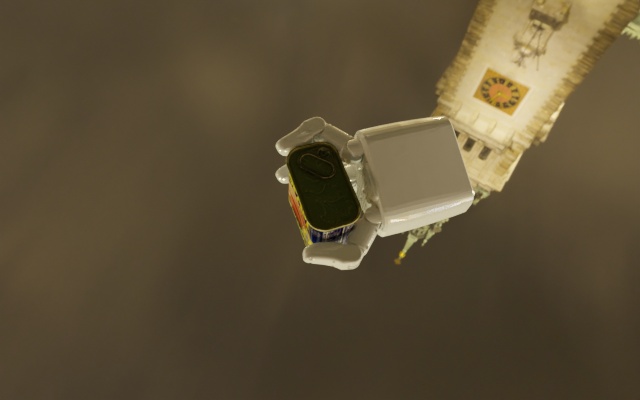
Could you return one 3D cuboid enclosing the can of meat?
[{"bbox_3d":[0.000,0.002,0.523,0.057,0.102,0.084,-16,-25,-11],"label":"can of meat"}]
